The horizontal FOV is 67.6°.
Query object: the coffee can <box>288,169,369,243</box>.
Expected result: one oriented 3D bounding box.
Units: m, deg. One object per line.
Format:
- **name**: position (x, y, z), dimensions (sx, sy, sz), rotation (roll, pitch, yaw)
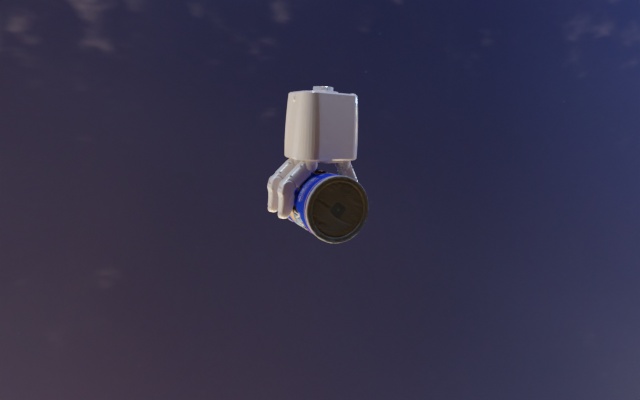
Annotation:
- **coffee can**: position (0.000, 0.003, 0.773), dimensions (0.103, 0.103, 0.140), rotation (0, 10, -23)
